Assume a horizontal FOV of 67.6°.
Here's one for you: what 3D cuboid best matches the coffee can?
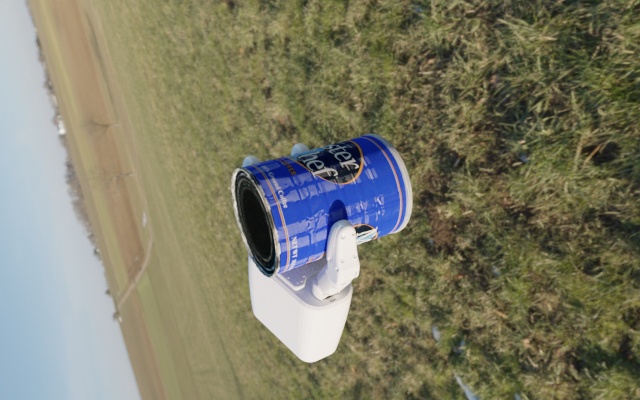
[{"bbox_3d":[0.000,0.001,0.452,0.140,0.103,0.103,-17,7,-24],"label":"coffee can"}]
